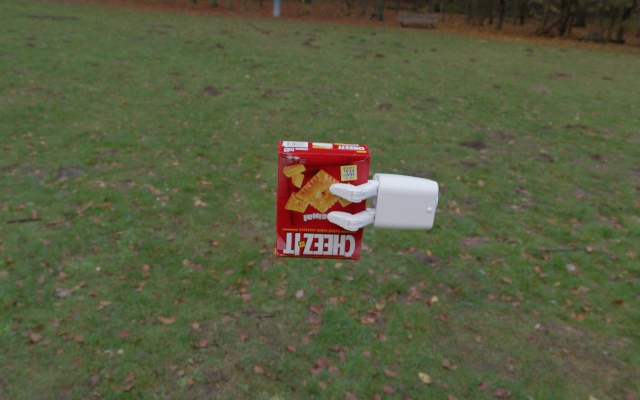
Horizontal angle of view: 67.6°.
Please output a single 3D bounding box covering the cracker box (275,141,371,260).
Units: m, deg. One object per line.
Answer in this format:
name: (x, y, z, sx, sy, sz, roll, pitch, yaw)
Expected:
cracker box: (0.000, 0.003, 0.888, 0.164, 0.214, 0.072, 3, 23, -3)
